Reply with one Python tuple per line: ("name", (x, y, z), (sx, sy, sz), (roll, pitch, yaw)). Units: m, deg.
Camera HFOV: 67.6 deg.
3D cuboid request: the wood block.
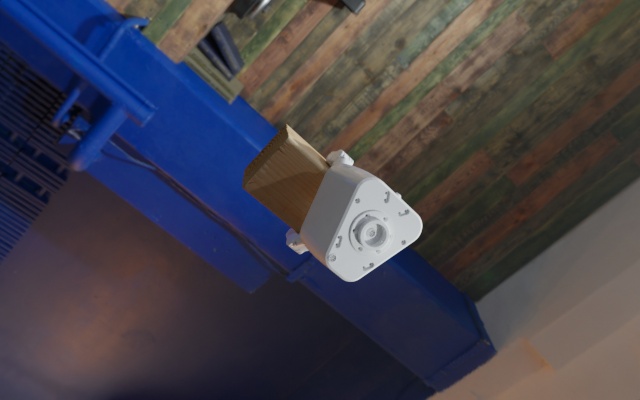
("wood block", (0.000, 0.003, 0.663), (0.206, 0.091, 0.090), (41, 11, -18))
